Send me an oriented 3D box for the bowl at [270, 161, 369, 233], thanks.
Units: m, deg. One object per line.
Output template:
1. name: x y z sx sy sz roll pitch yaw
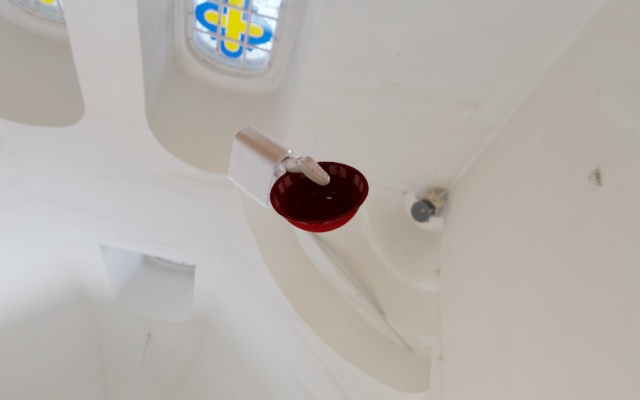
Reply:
1. bowl: 0.001 0.004 0.786 0.162 0.055 0.162 -5 38 4
